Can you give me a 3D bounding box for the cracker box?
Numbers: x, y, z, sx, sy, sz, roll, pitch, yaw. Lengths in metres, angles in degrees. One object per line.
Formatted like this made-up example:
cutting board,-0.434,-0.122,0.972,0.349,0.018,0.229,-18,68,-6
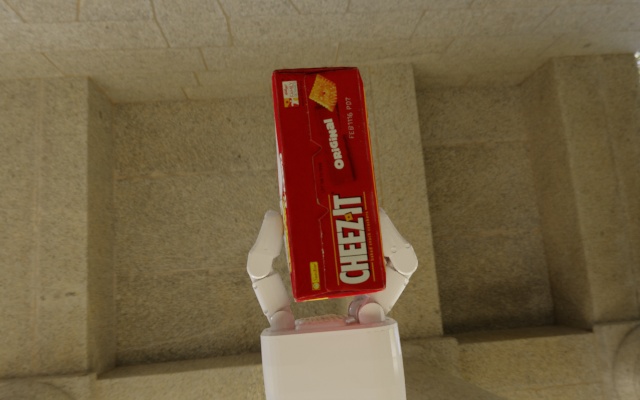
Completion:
cracker box,0.000,0.001,0.430,0.072,0.164,0.214,-6,-9,-5
